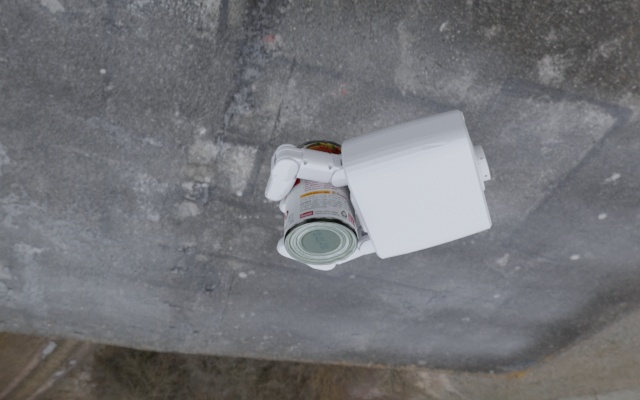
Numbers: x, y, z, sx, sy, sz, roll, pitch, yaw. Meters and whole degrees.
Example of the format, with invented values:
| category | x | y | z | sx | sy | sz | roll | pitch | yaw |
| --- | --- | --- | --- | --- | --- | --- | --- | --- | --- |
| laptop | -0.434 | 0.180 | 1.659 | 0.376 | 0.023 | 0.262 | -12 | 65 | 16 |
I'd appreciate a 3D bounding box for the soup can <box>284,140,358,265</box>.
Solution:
| category | x | y | z | sx | sy | sz | roll | pitch | yaw |
| --- | --- | --- | --- | --- | --- | --- | --- | --- | --- |
| soup can | 0.000 | 0.002 | 0.452 | 0.068 | 0.102 | 0.069 | -1 | -42 | -1 |
